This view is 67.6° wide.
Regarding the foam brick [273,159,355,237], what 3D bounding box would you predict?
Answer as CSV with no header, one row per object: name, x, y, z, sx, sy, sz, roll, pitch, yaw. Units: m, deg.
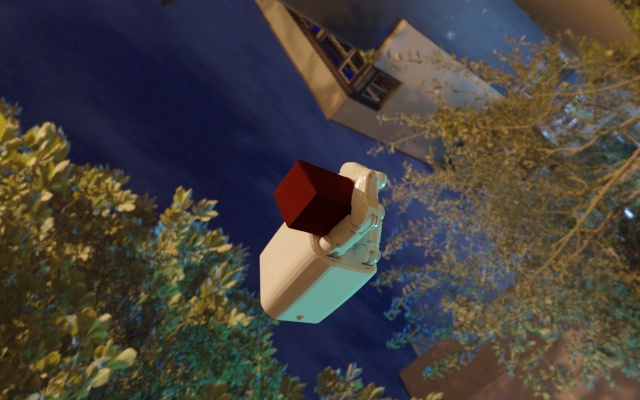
foam brick,0.000,0.001,0.498,0.078,0.053,0.051,18,-56,-41
